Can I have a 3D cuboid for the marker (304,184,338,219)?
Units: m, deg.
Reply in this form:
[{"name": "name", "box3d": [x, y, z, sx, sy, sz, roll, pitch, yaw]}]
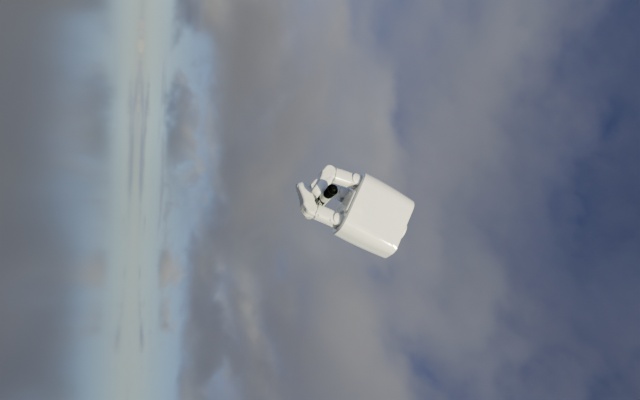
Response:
[{"name": "marker", "box3d": [0.000, 0.003, 0.802, 0.020, 0.020, 0.121, 0, -22, -23]}]
